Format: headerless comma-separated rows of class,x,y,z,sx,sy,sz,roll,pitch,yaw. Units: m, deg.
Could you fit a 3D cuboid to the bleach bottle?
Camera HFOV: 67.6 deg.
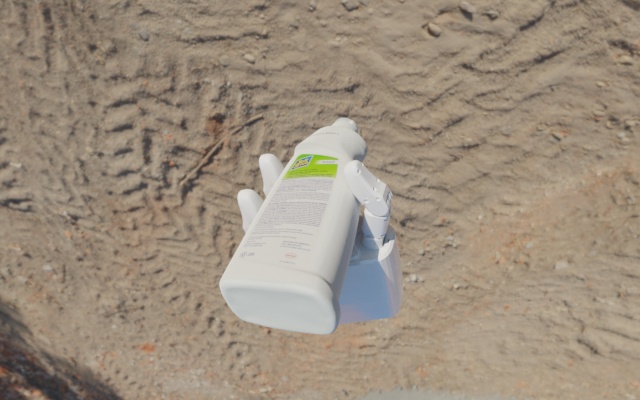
bleach bottle,0.000,0.002,0.463,0.102,0.068,0.250,3,44,22
